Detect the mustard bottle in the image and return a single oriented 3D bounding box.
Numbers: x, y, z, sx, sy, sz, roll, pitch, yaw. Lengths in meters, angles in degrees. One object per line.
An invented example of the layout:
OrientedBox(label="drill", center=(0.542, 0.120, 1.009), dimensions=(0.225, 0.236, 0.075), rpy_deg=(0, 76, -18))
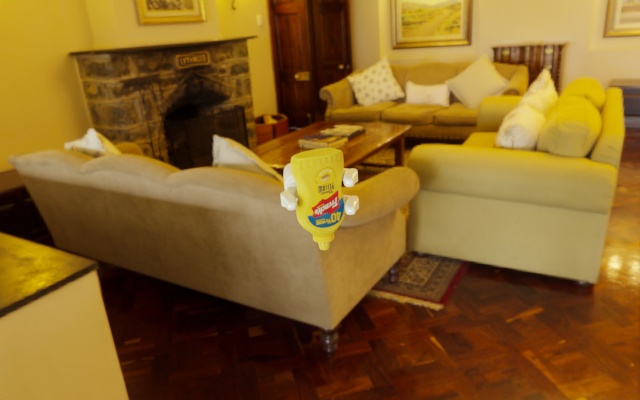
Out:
OrientedBox(label="mustard bottle", center=(0.000, 0.003, 0.892), dimensions=(0.096, 0.192, 0.058), rpy_deg=(-16, 23, -28))
